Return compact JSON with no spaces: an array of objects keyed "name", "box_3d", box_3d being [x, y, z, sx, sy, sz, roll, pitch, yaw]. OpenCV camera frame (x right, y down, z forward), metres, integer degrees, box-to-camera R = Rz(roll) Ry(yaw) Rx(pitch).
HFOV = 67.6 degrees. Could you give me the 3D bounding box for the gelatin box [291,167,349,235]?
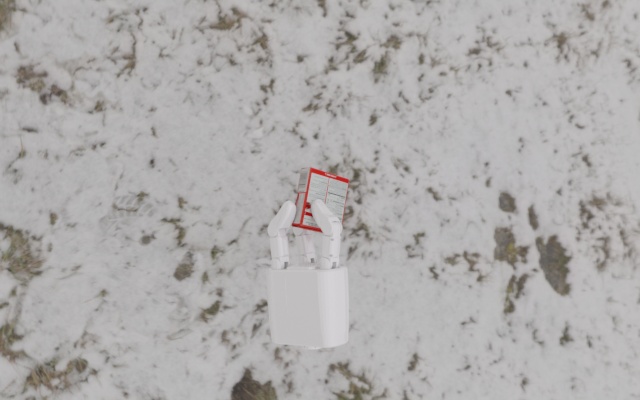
[{"name":"gelatin box","box_3d":[0.000,0.002,0.707,0.073,0.089,0.030,15,-9,-33]}]
